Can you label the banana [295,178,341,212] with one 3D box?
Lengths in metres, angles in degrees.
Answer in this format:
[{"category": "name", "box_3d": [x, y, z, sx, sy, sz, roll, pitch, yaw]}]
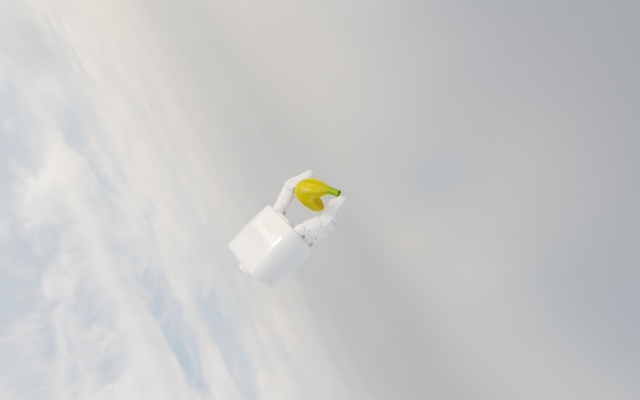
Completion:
[{"category": "banana", "box_3d": [-0.015, -0.008, 0.851, 0.069, 0.037, 0.198, 35, -9, -2]}]
